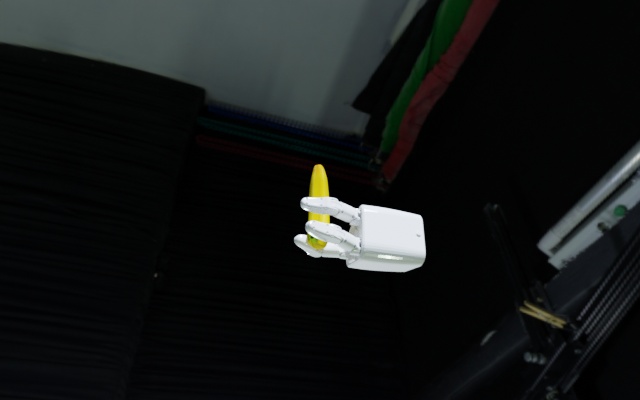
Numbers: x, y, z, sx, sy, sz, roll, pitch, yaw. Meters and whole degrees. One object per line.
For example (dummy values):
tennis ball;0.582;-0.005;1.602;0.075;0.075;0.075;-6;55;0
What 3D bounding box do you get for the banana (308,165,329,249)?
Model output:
banana;-0.002;0.019;0.817;0.037;0.070;0.197;5;38;-3
